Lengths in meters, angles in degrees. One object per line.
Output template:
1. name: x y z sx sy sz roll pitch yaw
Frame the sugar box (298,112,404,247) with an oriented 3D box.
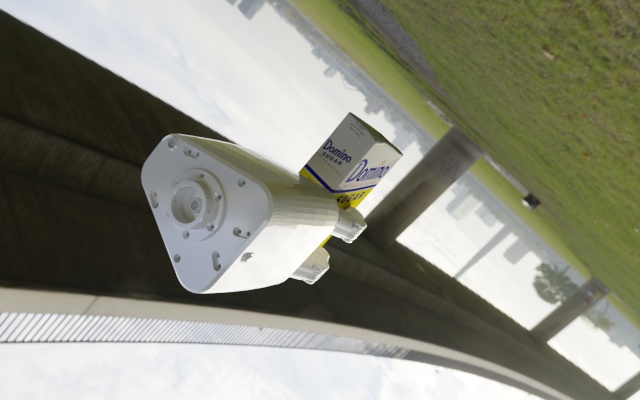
1. sugar box: 0.000 0.002 0.472 0.048 0.176 0.093 48 15 19
